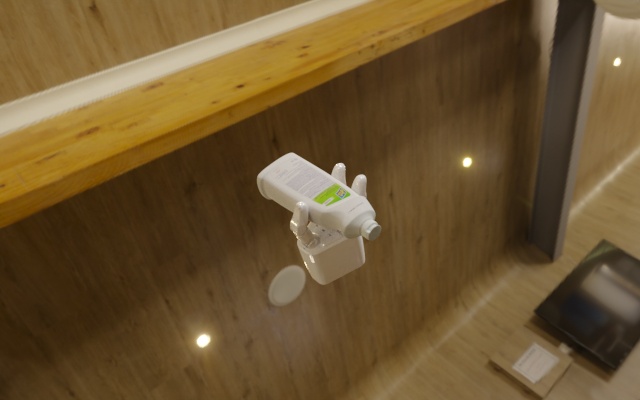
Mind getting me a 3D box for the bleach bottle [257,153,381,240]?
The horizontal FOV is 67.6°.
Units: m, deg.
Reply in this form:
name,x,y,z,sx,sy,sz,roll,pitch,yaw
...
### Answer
name,x,y,z,sx,sy,sz,roll,pitch,yaw
bleach bottle,0.000,0.003,0.843,0.102,0.068,0.250,-39,48,-21
